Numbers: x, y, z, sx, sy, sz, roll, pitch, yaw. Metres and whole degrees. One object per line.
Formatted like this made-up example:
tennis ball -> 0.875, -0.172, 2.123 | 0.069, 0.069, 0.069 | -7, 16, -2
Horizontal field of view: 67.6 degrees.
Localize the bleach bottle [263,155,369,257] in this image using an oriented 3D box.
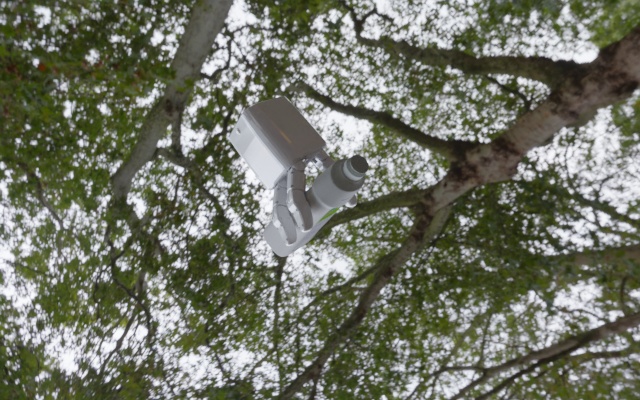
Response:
bleach bottle -> 0.000, 0.002, 0.725 | 0.102, 0.068, 0.251 | -37, -4, -38
